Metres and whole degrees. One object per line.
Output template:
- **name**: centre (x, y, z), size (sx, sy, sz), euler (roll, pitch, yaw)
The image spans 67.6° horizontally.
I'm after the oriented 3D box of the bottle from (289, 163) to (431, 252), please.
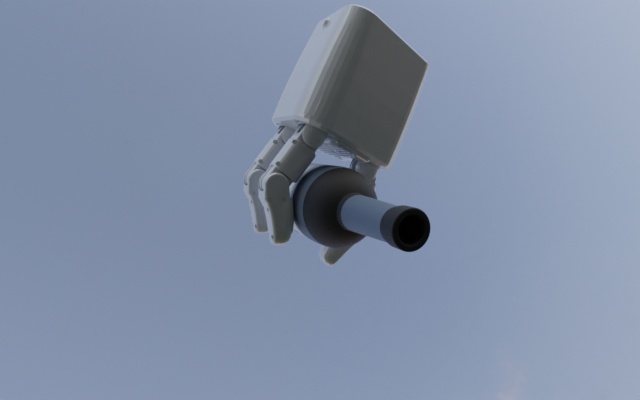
- **bottle**: centre (0.000, 0.001, 0.422), size (0.069, 0.069, 0.295), euler (0, 6, -22)
